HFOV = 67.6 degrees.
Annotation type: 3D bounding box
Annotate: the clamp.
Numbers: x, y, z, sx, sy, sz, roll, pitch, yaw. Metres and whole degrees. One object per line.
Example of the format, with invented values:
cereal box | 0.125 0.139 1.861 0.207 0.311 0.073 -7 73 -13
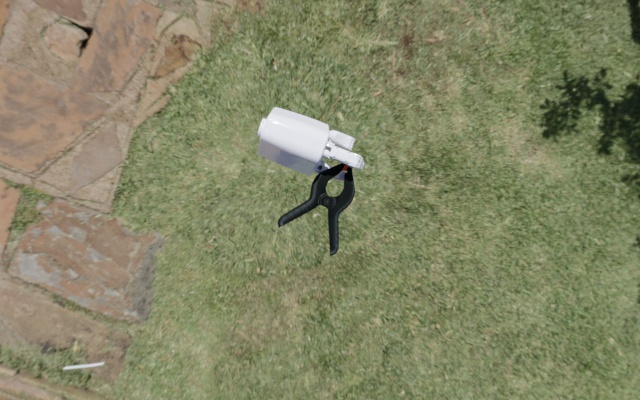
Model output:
clamp | 0.000 0.003 0.863 0.120 0.171 0.039 20 1 -8
